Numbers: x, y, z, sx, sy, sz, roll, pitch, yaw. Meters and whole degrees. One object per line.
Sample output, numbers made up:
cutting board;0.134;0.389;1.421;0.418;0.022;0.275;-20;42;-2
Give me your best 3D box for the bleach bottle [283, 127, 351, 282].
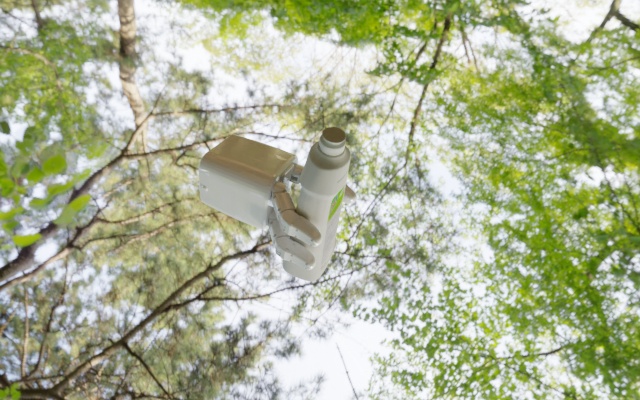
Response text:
bleach bottle;0.000;0.002;0.644;0.068;0.251;0.102;21;48;7
